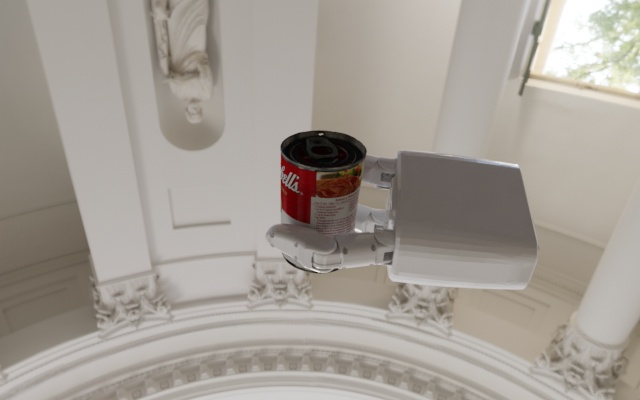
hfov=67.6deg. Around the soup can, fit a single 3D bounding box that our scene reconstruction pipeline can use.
[{"bbox_3d":[0.000,0.002,0.401,0.068,0.102,0.068,2,32,-1],"label":"soup can"}]
